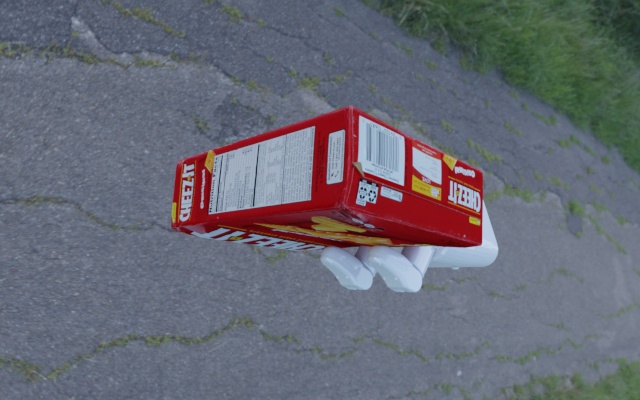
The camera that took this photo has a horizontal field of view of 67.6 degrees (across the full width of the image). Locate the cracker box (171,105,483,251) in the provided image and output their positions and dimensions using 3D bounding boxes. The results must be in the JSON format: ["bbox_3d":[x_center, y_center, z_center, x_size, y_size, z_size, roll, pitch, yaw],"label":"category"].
[{"bbox_3d":[0.000,0.001,0.402,0.164,0.072,0.214,15,-17,-42],"label":"cracker box"}]
